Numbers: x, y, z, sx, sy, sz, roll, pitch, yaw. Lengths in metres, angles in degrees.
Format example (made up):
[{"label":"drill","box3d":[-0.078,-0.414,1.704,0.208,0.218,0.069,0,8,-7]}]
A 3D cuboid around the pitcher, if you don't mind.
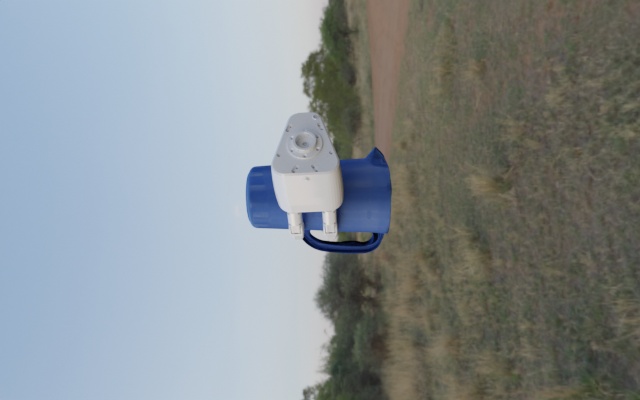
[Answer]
[{"label":"pitcher","box3d":[0.000,0.003,0.827,0.243,0.149,0.145,-1,-26,2]}]
